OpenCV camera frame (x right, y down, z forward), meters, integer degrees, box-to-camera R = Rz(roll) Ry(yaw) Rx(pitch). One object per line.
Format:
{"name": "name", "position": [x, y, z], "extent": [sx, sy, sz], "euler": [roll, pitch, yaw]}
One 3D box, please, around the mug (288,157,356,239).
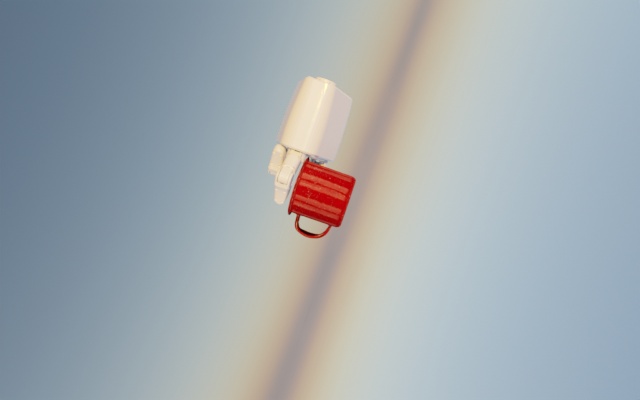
{"name": "mug", "position": [0.000, 0.004, 0.725], "extent": [0.081, 0.117, 0.093], "euler": [19, 6, 3]}
